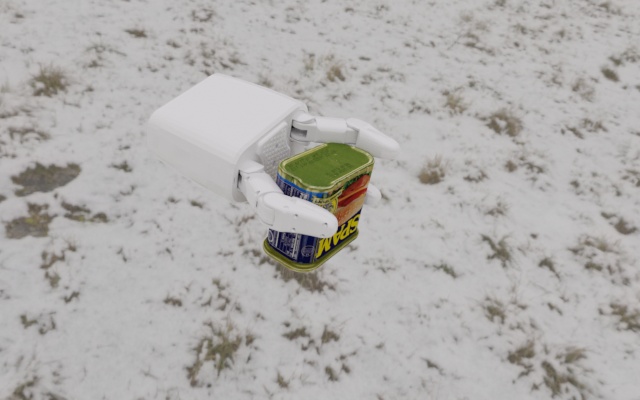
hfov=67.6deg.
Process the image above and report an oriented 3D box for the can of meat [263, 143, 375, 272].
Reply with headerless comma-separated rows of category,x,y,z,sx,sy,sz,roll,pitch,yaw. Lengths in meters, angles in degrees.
can of meat,0.000,0.001,0.426,0.057,0.084,0.102,28,34,25
